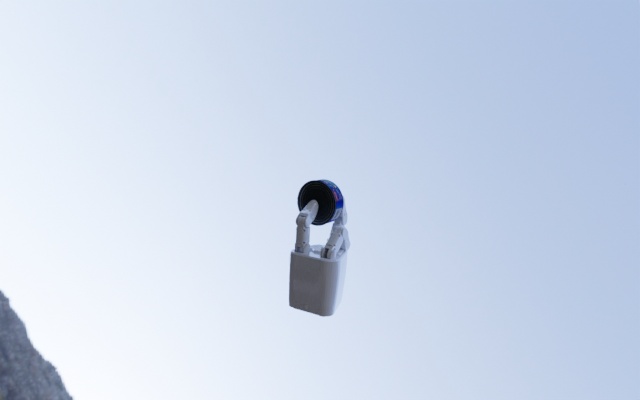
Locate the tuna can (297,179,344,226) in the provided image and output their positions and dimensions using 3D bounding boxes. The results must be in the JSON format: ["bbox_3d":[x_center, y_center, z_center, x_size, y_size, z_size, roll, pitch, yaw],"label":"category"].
[{"bbox_3d":[0.000,0.003,0.896,0.086,0.086,0.034,0,7,33],"label":"tuna can"}]
